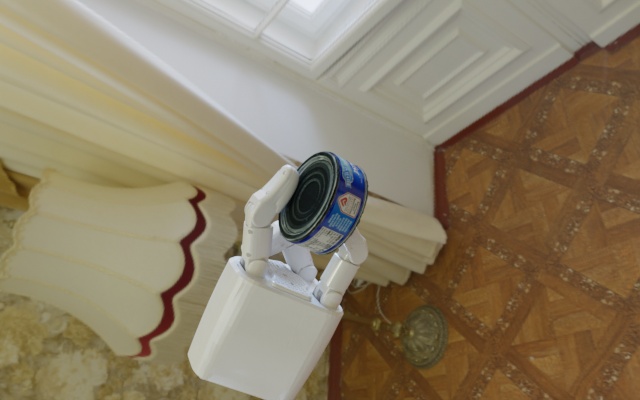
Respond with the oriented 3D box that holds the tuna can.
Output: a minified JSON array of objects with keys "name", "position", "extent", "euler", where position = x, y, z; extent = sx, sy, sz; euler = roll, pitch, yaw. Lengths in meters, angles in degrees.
[{"name":"tuna can","position":[0.000,0.001,0.412],"extent":[0.034,0.086,0.086],"euler":[26,-14,-30]}]
